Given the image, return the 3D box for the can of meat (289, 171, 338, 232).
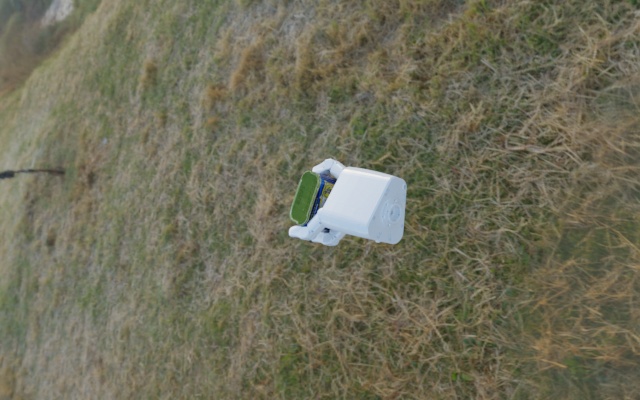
[{"bbox_3d":[0.000,0.003,0.859,0.084,0.102,0.057,15,5,-43],"label":"can of meat"}]
